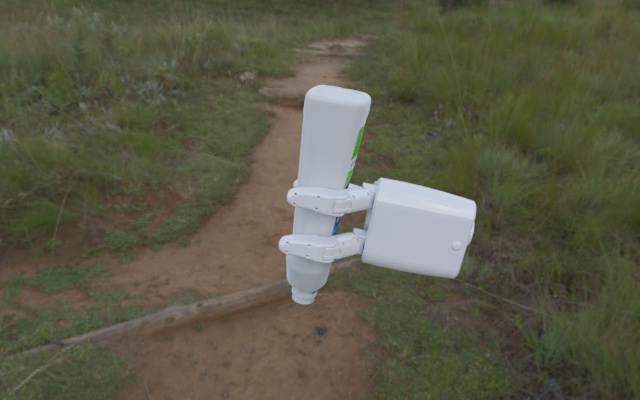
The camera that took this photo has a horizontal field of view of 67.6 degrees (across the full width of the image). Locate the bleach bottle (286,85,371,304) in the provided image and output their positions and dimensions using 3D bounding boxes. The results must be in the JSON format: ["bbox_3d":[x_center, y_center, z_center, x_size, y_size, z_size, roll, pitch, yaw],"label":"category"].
[{"bbox_3d":[0.000,0.002,0.550,0.068,0.251,0.102,12,21,6],"label":"bleach bottle"}]
